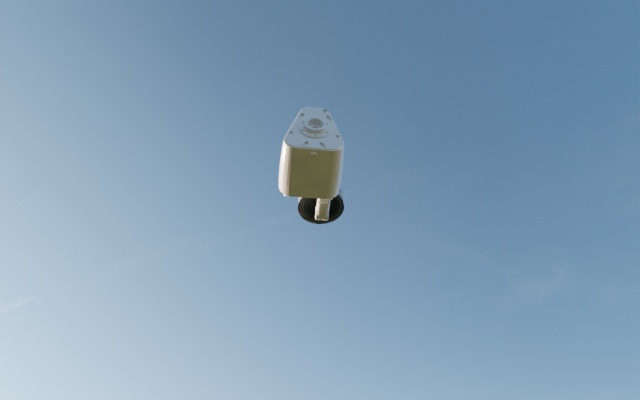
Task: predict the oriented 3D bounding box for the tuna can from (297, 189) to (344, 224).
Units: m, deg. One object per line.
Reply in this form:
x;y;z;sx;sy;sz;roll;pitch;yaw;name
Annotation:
0.000;0.003;0.885;0.086;0.086;0.033;-2;45;-2;tuna can
